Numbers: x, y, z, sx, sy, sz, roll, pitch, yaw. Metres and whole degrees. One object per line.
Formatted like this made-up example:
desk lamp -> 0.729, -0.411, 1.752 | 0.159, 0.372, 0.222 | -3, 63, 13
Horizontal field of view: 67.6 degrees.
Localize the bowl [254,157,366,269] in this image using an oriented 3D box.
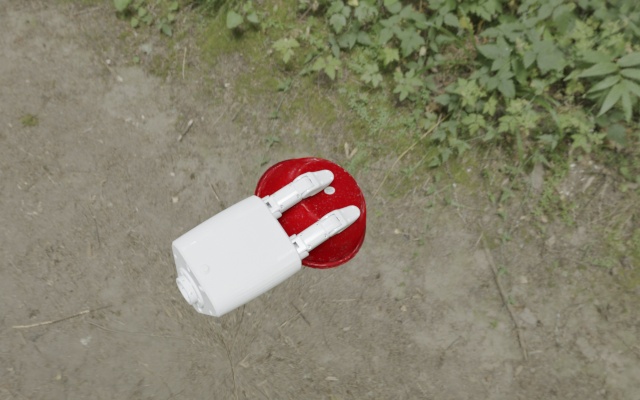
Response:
bowl -> 0.001, 0.001, 0.608 | 0.162, 0.162, 0.055 | 0, -28, -29
